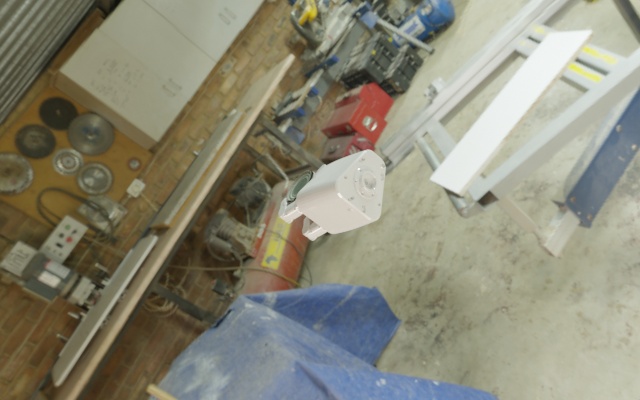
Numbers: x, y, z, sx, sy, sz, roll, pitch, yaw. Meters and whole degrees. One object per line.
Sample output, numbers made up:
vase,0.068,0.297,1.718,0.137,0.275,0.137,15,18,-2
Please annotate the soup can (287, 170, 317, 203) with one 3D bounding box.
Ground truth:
soup can,0.000,0.003,0.832,0.102,0.068,0.068,37,-16,-22
